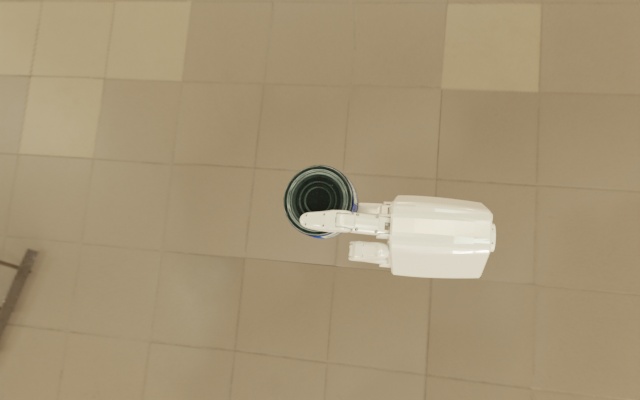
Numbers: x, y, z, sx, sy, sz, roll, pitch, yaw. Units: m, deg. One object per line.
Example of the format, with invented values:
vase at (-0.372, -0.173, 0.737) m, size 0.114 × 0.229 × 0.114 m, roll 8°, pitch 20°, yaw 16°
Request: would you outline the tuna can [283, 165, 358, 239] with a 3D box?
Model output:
tuna can at (0.000, 0.002, 0.565) m, size 0.086 × 0.086 × 0.034 m, roll 0°, pitch -8°, yaw 14°
